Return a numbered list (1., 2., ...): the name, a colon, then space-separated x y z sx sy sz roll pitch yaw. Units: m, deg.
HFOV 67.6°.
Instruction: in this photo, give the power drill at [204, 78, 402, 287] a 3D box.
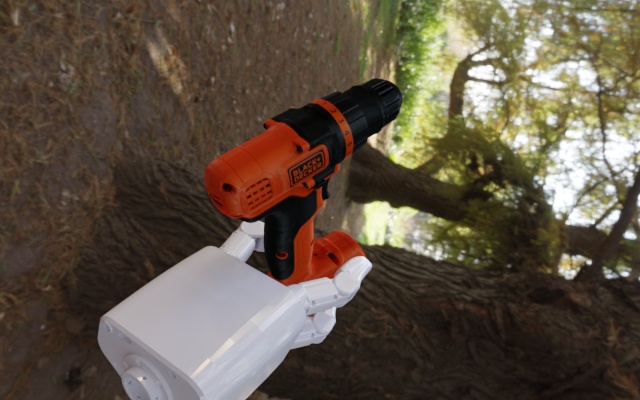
1. power drill: 0.000 0.002 0.418 0.184 0.188 0.057 -32 46 -25
